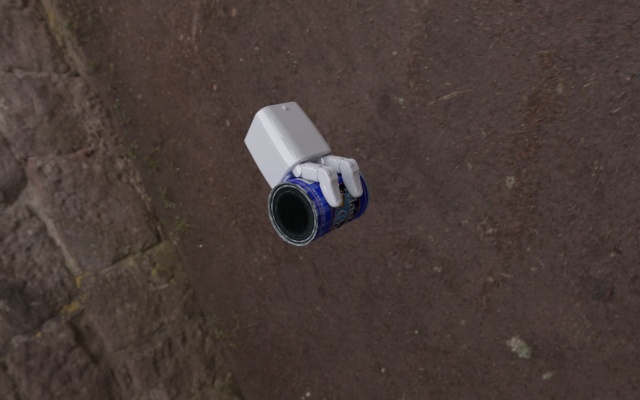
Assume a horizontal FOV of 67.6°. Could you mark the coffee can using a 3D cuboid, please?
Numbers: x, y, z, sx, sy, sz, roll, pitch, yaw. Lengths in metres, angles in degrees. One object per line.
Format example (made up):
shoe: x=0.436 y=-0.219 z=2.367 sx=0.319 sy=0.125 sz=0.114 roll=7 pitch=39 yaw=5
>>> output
coffee can: x=0.000 y=0.003 z=0.774 sx=0.103 sy=0.103 sz=0.140 roll=0 pitch=16 yaw=41
